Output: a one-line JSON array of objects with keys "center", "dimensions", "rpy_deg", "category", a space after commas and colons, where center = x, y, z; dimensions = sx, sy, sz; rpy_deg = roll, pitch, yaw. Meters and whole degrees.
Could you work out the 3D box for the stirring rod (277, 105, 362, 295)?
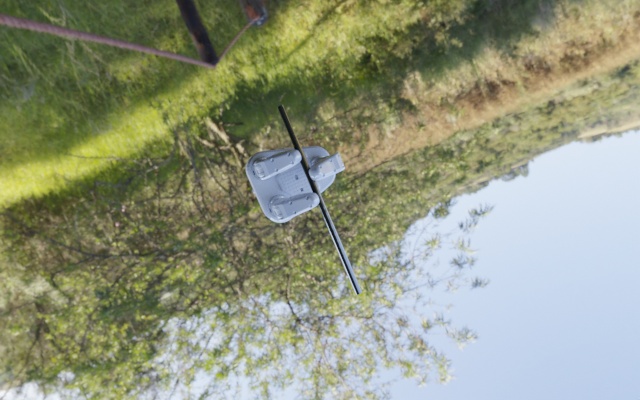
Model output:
[{"center": [0.000, 0.002, 0.562], "dimensions": [0.011, 0.239, 0.011], "rpy_deg": [-22, 7, 3], "category": "stirring rod"}]
